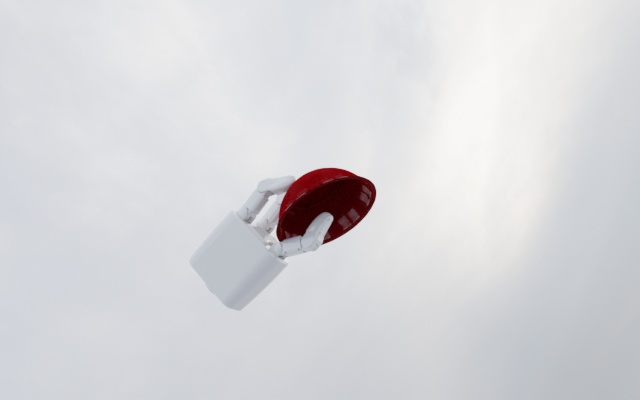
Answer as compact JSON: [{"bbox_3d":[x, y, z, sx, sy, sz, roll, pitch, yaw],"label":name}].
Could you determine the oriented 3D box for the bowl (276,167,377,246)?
[{"bbox_3d":[0.001,0.001,0.709,0.162,0.055,0.162,-20,-33,-14],"label":"bowl"}]
